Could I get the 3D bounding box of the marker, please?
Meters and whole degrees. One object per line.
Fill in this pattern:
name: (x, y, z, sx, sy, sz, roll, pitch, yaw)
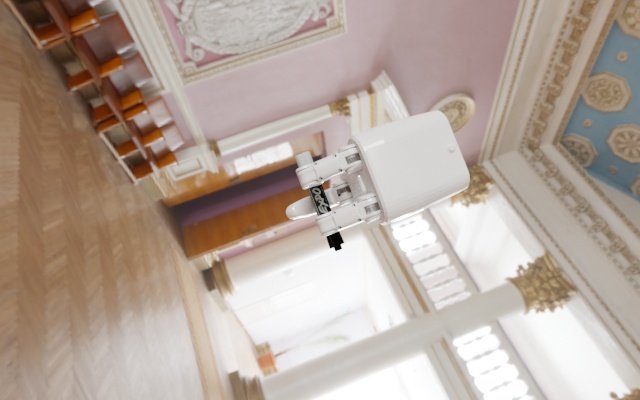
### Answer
marker: (0.000, 0.002, 0.559, 0.020, 0.121, 0.020, -21, -1, 0)
